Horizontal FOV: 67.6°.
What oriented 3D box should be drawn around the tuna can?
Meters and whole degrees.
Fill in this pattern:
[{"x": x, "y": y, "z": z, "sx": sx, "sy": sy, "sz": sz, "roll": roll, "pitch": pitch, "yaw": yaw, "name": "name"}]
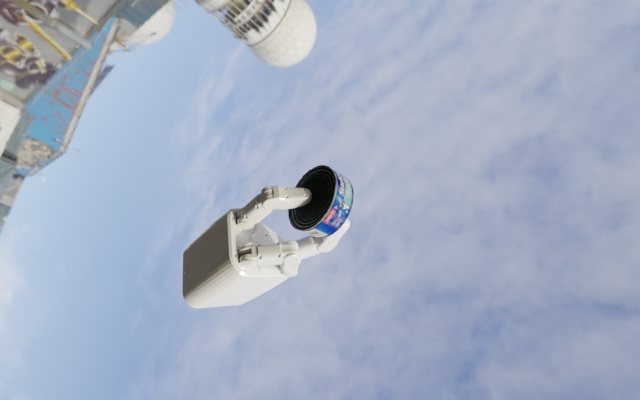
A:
[{"x": 0.001, "y": 0.002, "z": 0.588, "sx": 0.034, "sy": 0.086, "sz": 0.086, "roll": 27, "pitch": -17, "yaw": -36, "name": "tuna can"}]
